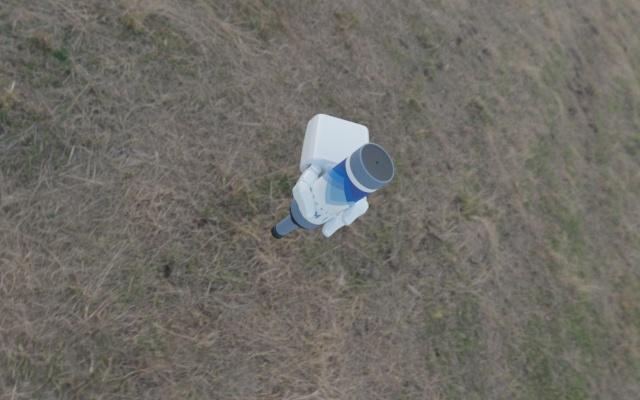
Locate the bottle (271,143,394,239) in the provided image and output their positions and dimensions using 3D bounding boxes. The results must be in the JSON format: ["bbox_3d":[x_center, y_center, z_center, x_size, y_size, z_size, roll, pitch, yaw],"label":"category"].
[{"bbox_3d":[0.000,0.003,0.806,0.069,0.069,0.296,0,-23,-38],"label":"bottle"}]
